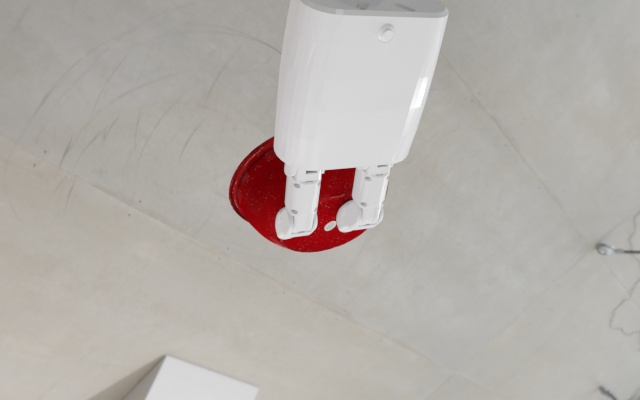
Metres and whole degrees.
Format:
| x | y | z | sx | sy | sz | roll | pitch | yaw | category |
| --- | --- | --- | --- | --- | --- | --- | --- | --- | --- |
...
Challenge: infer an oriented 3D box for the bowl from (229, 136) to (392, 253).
| x | y | z | sx | sy | sz | roll | pitch | yaw | category |
| --- | --- | --- | --- | --- | --- | --- | --- | --- | --- |
| 0.000 | 0.003 | 0.443 | 0.162 | 0.055 | 0.162 | -14 | -33 | -9 | bowl |
